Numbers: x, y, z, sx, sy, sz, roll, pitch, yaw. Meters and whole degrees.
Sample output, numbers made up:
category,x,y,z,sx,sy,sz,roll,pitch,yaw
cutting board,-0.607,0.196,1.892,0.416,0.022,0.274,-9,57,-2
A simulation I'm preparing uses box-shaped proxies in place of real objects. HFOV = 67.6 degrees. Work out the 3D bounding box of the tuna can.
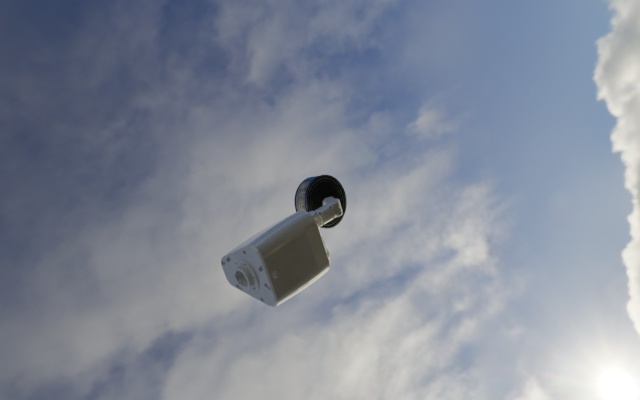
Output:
category,x,y,z,sx,sy,sz,roll,pitch,yaw
tuna can,0.000,0.003,0.768,0.086,0.086,0.034,0,-3,-41
